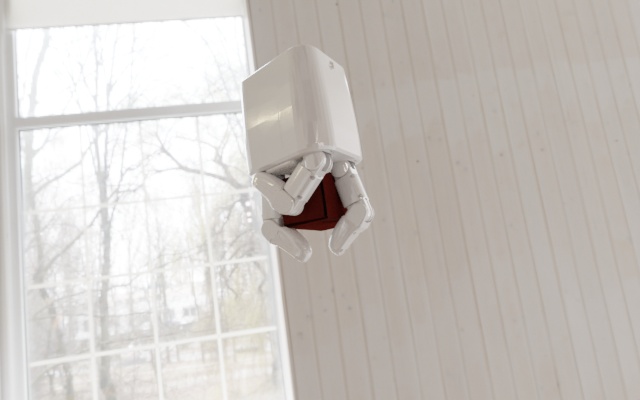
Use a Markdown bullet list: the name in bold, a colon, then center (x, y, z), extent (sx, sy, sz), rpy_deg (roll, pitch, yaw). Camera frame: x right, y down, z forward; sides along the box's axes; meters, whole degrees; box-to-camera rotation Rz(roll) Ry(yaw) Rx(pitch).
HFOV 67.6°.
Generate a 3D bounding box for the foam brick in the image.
- **foam brick**: center (0.000, 0.002, 0.506), extent (0.053, 0.051, 0.078), rpy_deg (-14, -12, 27)
